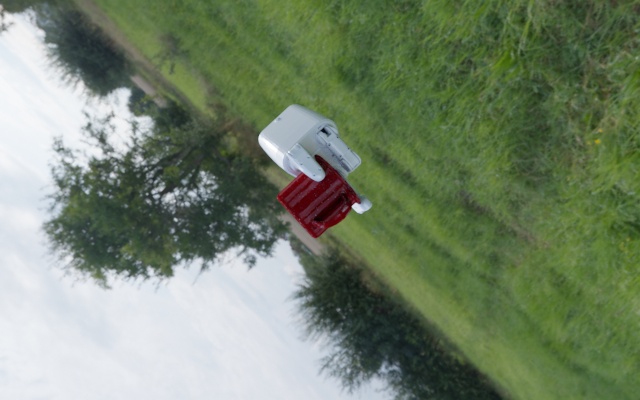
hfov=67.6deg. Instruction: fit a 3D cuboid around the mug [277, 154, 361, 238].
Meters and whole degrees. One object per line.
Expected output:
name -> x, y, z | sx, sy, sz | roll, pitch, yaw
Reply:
mug -> 0.001, 0.003, 0.647 | 0.093, 0.081, 0.117 | 50, -5, -36
